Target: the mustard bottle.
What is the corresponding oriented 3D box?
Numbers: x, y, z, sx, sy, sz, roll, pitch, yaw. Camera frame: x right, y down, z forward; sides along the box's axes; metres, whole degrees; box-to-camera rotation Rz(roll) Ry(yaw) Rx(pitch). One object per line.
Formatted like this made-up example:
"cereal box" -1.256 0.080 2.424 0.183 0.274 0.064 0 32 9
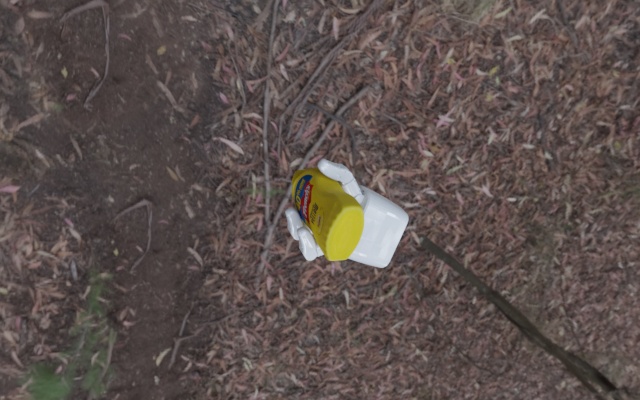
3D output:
"mustard bottle" 0.000 0.003 0.749 0.058 0.096 0.191 -2 31 -25
